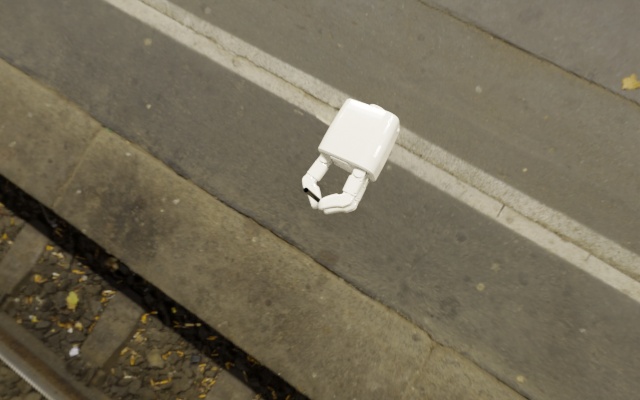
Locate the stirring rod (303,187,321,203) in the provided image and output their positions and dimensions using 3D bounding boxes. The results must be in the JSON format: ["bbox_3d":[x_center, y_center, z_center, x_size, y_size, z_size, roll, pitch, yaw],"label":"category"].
[{"bbox_3d":[0.000,0.003,0.818,0.011,0.011,0.239,0,-9,10],"label":"stirring rod"}]
